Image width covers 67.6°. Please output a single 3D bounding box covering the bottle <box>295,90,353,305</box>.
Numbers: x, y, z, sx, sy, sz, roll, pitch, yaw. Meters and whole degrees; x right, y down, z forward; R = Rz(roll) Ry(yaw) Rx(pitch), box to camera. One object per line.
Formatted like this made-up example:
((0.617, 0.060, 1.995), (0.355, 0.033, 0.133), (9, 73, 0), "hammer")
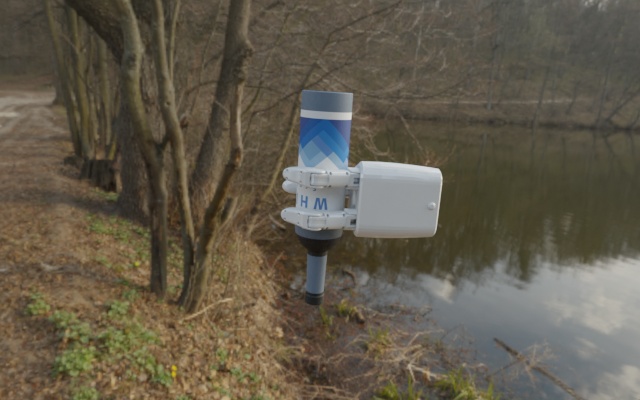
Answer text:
((0.000, 0.002, 0.652), (0.069, 0.296, 0.069), (3, 13, -1), "bottle")
